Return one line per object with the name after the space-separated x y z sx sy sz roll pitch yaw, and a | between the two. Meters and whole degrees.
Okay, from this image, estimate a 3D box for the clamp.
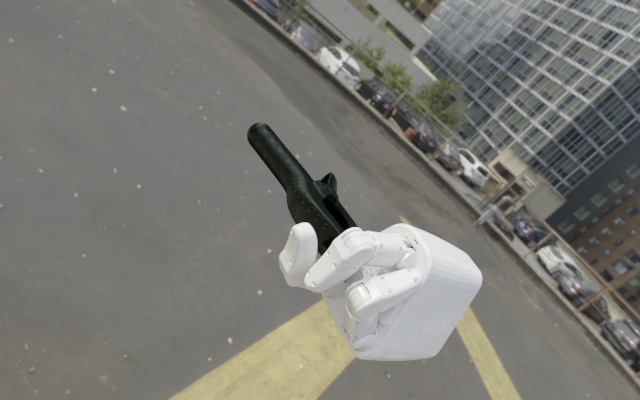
0.000 0.001 0.447 0.120 0.171 0.039 22 -61 -44 | clamp
